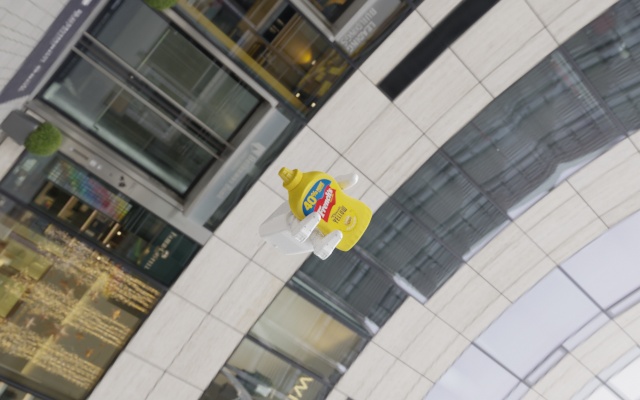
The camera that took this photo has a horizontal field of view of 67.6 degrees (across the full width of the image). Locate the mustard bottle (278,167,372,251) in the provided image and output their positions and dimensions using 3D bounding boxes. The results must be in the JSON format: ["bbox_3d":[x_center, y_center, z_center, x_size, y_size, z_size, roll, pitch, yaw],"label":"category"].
[{"bbox_3d":[0.000,0.003,0.863,0.192,0.096,0.058,39,-9,-23],"label":"mustard bottle"}]
